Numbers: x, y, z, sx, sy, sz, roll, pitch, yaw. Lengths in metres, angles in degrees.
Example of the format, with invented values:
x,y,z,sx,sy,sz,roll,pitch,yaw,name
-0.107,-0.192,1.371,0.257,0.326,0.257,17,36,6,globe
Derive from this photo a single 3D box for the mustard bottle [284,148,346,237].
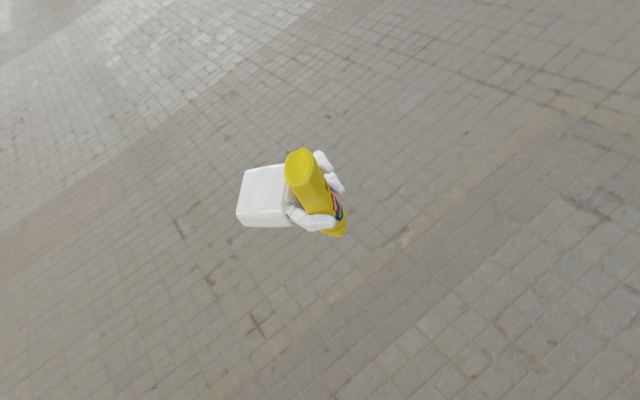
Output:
x,y,z,sx,sy,sz,roll,pitch,yaw,name
0.000,0.003,0.856,0.058,0.096,0.192,-22,-49,10,mustard bottle
